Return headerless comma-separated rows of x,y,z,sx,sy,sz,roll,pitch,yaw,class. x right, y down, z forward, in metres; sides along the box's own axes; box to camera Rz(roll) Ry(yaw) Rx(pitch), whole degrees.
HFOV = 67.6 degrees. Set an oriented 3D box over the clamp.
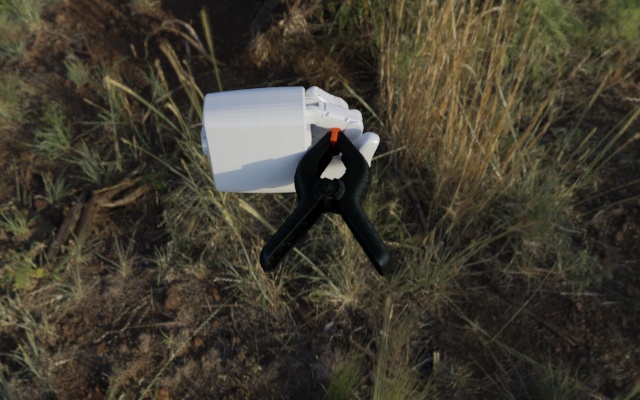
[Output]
0.000,0.001,0.472,0.120,0.171,0.039,-3,-38,0,clamp
